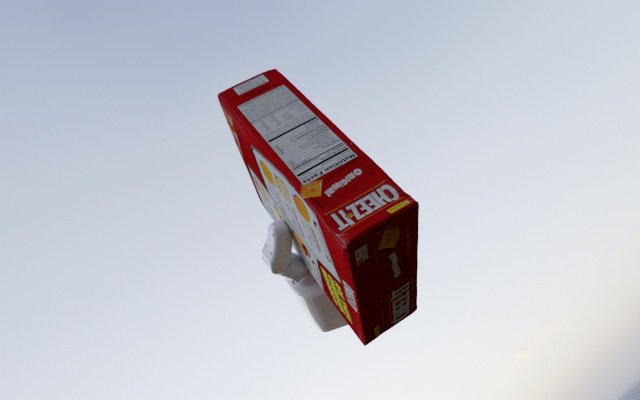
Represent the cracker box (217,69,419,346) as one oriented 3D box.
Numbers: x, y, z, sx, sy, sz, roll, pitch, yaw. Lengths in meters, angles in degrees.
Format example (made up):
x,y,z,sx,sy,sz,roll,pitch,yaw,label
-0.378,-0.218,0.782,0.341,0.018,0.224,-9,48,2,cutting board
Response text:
x,y,z,sx,sy,sz,roll,pitch,yaw,label
0.000,0.001,0.439,0.072,0.164,0.213,-31,52,-14,cracker box
